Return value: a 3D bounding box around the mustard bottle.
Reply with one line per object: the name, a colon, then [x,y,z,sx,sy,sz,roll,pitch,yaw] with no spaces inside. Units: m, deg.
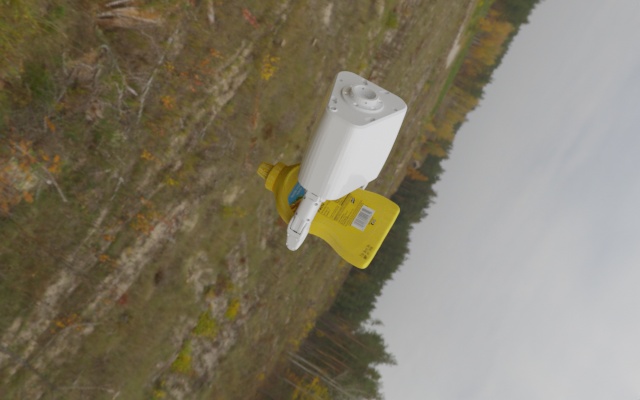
mustard bottle: [0.000,0.002,0.630,0.191,0.096,0.058,30,-23,9]
